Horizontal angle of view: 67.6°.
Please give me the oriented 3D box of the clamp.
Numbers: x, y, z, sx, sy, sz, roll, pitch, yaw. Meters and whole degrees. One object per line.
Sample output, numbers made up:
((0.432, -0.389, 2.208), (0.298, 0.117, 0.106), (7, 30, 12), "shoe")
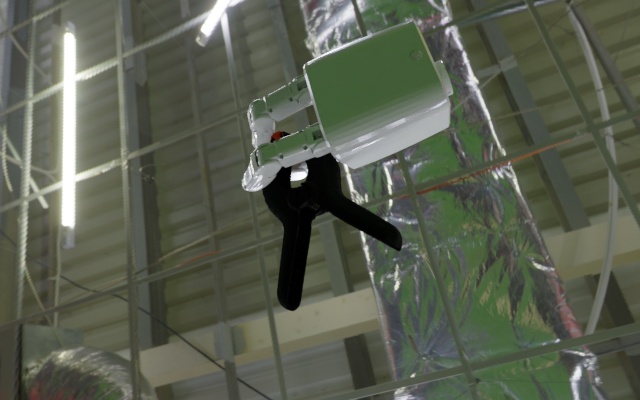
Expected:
((0.000, 0.002, 0.434), (0.120, 0.171, 0.039), (-21, -25, 13), "clamp")
